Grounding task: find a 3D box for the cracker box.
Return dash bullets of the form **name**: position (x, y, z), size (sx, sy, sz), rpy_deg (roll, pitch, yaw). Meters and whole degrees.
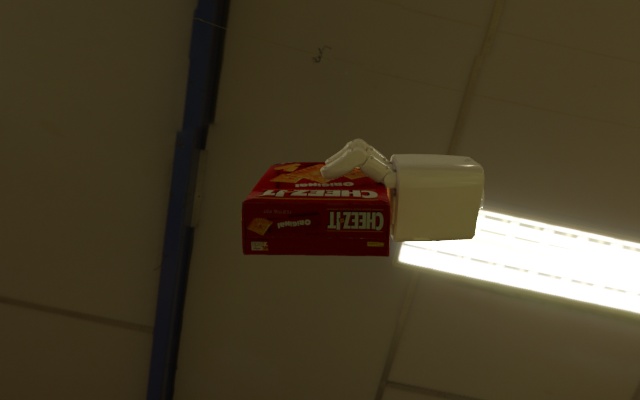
- **cracker box**: position (0.000, 0.002, 0.618), size (0.164, 0.072, 0.213), rpy_deg (0, 15, 3)
